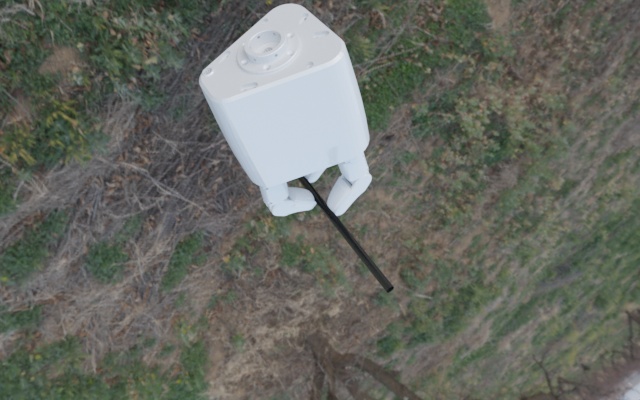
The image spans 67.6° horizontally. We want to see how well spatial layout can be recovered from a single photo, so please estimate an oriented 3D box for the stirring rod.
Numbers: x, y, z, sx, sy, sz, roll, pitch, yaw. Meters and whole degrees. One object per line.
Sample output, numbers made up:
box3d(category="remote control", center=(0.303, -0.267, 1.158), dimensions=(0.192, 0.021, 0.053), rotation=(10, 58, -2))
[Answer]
box3d(category="stirring rod", center=(0.000, 0.002, 0.492), dimensions=(0.011, 0.011, 0.239), rotation=(0, 40, -43))
